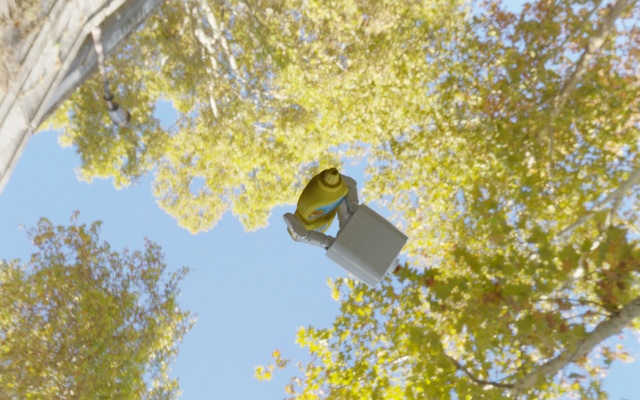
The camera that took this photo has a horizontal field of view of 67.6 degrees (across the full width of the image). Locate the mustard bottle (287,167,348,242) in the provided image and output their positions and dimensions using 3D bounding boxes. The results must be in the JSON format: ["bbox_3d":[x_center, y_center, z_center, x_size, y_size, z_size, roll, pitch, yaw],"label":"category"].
[{"bbox_3d":[0.000,0.003,0.857,0.096,0.058,0.192,-24,-22,-27],"label":"mustard bottle"}]
